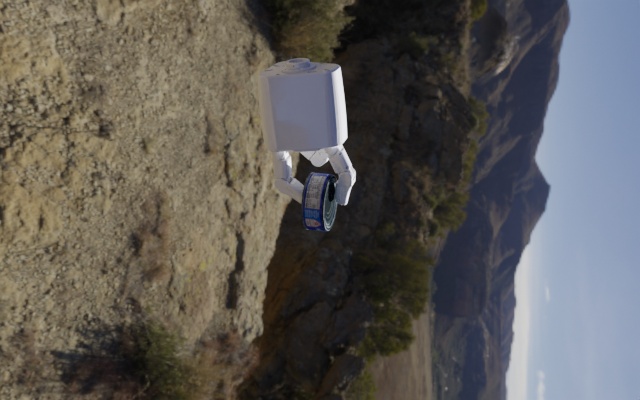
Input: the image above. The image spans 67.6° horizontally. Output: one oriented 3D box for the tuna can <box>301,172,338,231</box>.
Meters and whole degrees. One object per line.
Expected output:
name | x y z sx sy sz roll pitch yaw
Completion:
tuna can | 0.001 0.002 0.703 0.034 0.086 0.086 6 1 15
